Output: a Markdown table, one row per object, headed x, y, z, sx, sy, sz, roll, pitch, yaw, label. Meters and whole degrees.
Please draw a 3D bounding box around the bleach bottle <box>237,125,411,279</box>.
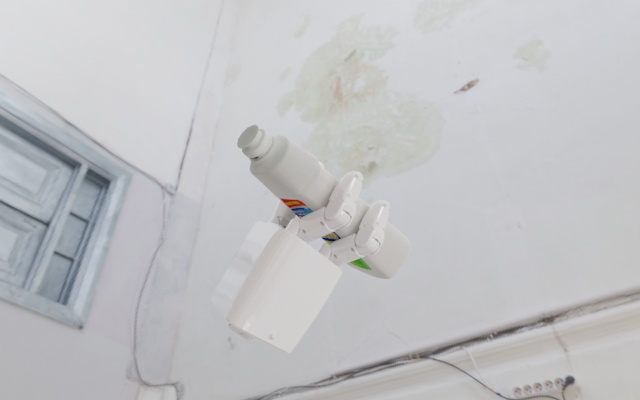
| x | y | z | sx | sy | sz | roll | pitch | yaw | label |
| --- | --- | --- | --- | --- | --- | --- | --- | --- | --- |
| 0.000 | 0.002 | 0.539 | 0.102 | 0.068 | 0.251 | 19 | -17 | 50 | bleach bottle |
